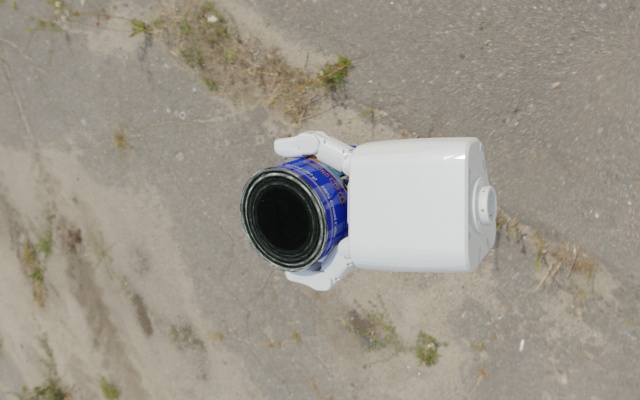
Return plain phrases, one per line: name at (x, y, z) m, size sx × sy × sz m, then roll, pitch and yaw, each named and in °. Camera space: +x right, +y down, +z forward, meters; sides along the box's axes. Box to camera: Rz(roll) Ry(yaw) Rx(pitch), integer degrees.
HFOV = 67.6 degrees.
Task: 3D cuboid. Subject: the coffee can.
coffee can at (0.000, 0.002, 0.502) m, size 0.103 × 0.103 × 0.140 m, roll 0°, pitch 15°, yaw 34°
